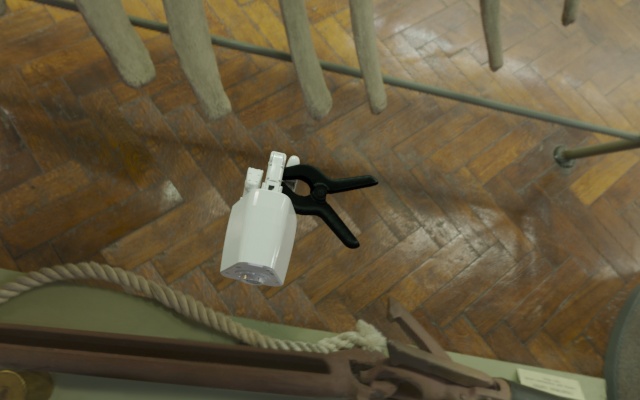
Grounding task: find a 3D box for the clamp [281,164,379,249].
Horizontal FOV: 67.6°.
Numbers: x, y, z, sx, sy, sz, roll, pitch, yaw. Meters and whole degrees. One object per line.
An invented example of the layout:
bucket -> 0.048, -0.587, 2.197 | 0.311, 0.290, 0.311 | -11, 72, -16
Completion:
clamp -> 0.000, 0.002, 0.720 | 0.171, 0.120, 0.039 | 12, -24, -8
